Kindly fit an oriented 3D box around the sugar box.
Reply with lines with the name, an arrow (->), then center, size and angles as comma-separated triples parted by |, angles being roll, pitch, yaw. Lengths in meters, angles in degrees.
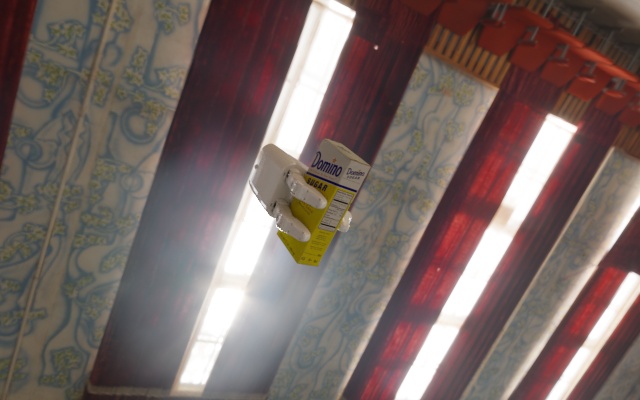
sugar box -> 0.000, 0.002, 0.724 | 0.048, 0.176, 0.093 | 14, 19, -33
